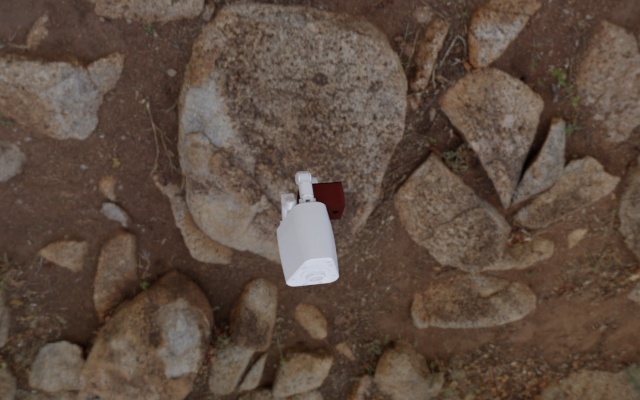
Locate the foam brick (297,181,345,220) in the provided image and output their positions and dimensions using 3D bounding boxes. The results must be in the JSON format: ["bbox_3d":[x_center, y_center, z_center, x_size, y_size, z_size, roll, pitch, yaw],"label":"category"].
[{"bbox_3d":[0.000,0.003,0.854,0.078,0.051,0.053,-4,-32,-12],"label":"foam brick"}]
